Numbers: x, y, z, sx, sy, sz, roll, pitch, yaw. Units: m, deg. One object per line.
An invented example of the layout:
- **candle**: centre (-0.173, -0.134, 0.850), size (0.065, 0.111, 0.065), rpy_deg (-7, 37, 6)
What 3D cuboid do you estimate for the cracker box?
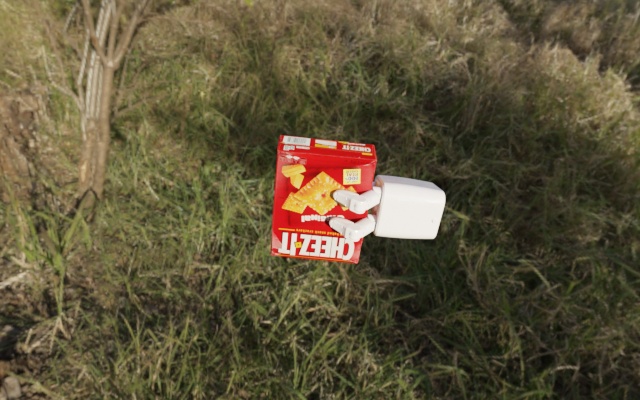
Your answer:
- **cracker box**: centre (0.000, 0.002, 0.836), size (0.164, 0.214, 0.072), rpy_deg (6, 30, -2)
